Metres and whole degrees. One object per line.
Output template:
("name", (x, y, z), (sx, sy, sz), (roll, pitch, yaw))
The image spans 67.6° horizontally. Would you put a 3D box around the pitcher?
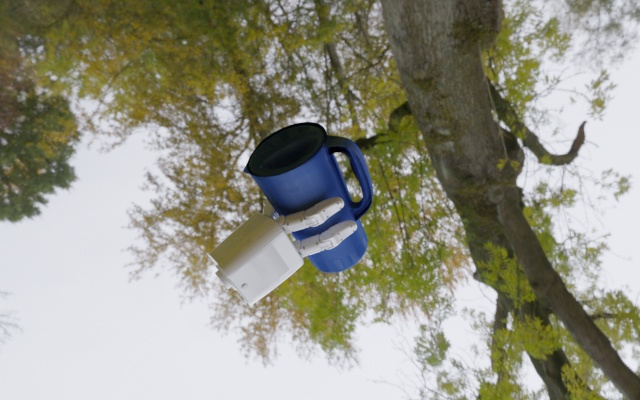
("pitcher", (0.000, 0.003, 0.775), (0.145, 0.243, 0.149), (-39, 37, -15))
